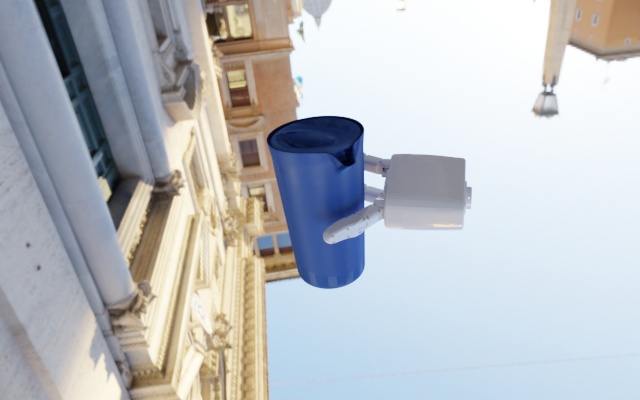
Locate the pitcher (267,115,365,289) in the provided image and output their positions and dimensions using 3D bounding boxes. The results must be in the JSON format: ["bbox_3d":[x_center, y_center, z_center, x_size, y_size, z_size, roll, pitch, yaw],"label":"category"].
[{"bbox_3d":[0.000,0.002,0.710,0.145,0.243,0.149,1,31,14],"label":"pitcher"}]
